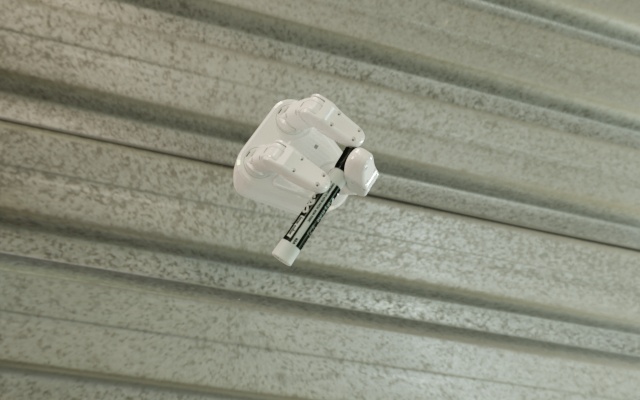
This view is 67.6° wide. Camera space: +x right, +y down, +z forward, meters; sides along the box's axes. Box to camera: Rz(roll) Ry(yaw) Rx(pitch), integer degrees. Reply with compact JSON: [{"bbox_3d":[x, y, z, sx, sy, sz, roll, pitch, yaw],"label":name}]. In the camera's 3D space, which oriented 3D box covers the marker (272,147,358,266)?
[{"bbox_3d":[0.000,0.001,0.411,0.020,0.121,0.020,32,-15,10],"label":"marker"}]
